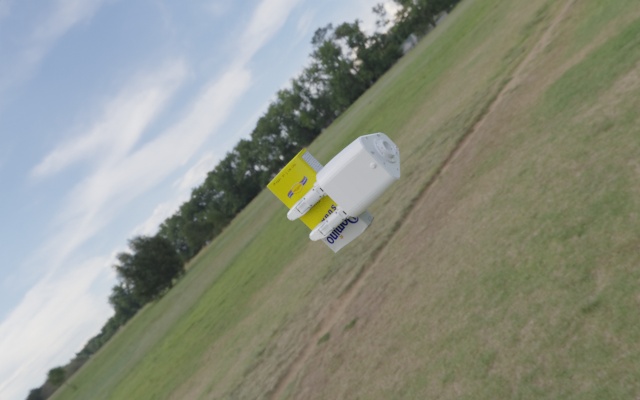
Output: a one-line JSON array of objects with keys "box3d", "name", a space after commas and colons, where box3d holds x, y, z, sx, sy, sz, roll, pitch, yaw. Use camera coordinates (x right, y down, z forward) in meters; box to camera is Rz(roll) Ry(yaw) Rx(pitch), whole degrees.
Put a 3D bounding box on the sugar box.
[{"box3d": [0.000, 0.003, 0.847, 0.093, 0.176, 0.048, -42, 5, 32], "name": "sugar box"}]
